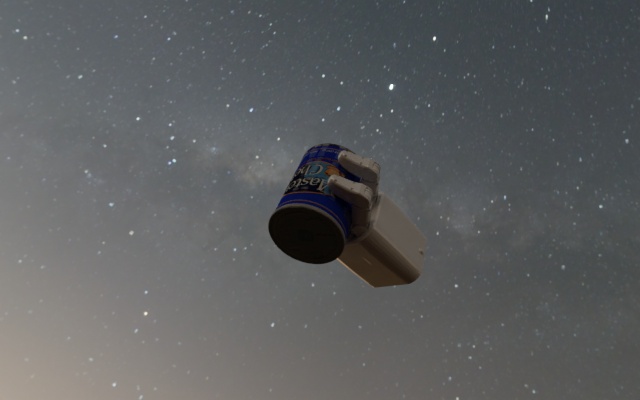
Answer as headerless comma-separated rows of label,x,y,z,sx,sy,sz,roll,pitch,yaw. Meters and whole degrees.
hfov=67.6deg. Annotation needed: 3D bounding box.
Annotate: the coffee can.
coffee can,0.000,0.002,0.659,0.103,0.103,0.140,0,40,21
